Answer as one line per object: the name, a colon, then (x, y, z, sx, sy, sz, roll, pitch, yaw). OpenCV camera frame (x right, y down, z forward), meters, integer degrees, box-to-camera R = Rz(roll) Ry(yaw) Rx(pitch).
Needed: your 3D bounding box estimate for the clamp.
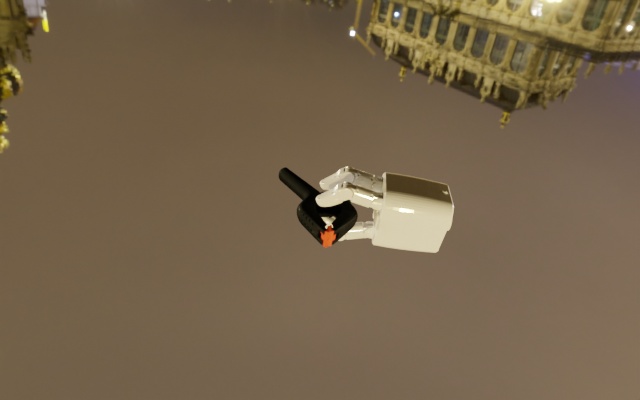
clamp: (0.000, 0.004, 0.771, 0.164, 0.036, 0.210, 8, 29, 2)
